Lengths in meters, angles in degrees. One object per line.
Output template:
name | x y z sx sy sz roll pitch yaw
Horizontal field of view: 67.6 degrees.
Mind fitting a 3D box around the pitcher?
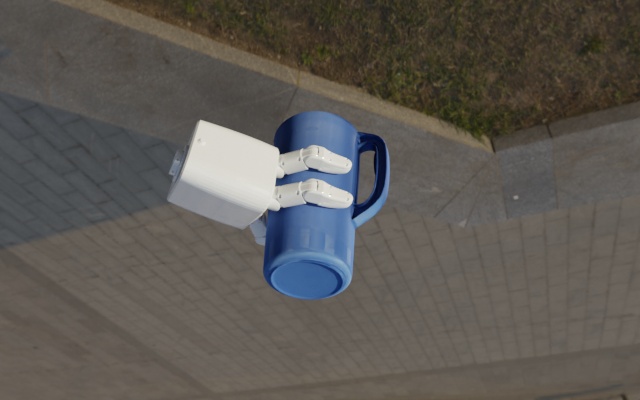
pitcher | 0.000 0.002 0.642 0.145 0.242 0.149 21 -43 -20
